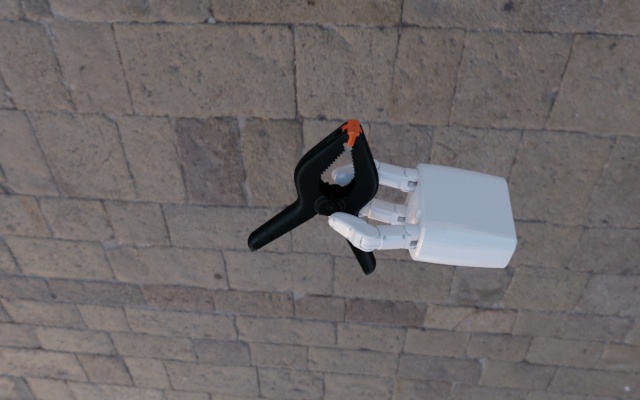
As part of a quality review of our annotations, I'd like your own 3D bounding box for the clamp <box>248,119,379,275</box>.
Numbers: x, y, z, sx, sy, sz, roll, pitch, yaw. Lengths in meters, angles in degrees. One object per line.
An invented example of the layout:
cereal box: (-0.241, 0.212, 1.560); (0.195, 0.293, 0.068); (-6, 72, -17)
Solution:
clamp: (0.000, 0.002, 0.549); (0.164, 0.210, 0.036); (6, 39, -3)
